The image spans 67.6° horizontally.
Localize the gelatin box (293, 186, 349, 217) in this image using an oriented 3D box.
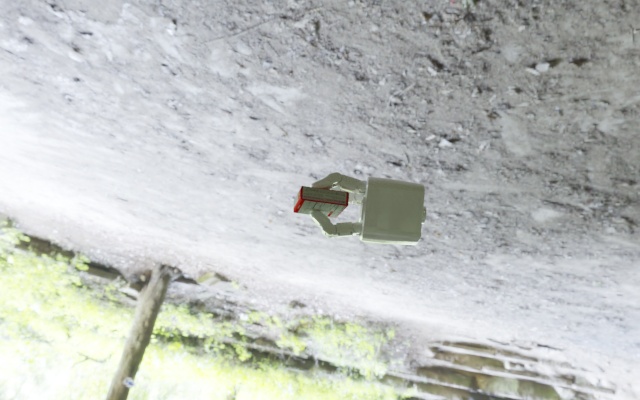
[{"bbox_3d":[0.000,0.003,0.873,0.089,0.030,0.073,7,-21,-12],"label":"gelatin box"}]
